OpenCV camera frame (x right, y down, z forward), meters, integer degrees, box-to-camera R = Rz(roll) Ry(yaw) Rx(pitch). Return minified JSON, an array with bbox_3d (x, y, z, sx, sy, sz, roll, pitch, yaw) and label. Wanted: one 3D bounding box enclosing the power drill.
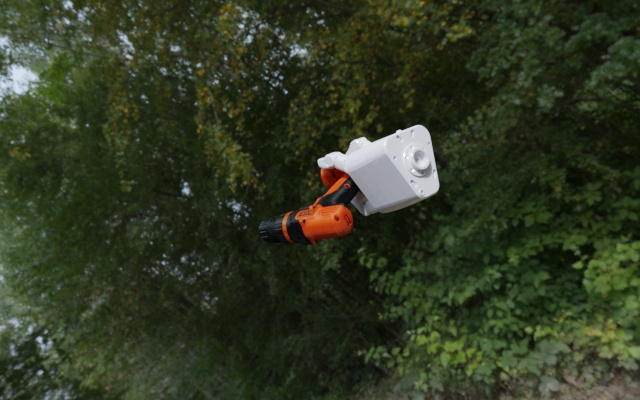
[{"bbox_3d":[0.001,0.002,0.809,0.184,0.057,0.187,-8,33,38],"label":"power drill"}]
